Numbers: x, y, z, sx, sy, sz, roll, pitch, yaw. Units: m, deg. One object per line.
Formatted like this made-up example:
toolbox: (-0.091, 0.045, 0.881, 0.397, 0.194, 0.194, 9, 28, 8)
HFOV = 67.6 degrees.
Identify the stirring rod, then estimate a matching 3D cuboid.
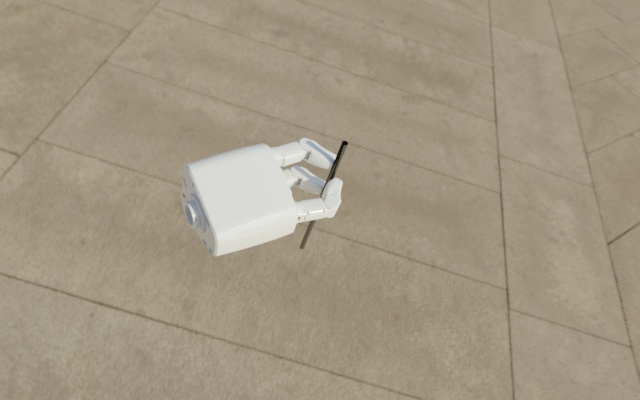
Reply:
stirring rod: (0.000, 0.002, 0.676, 0.011, 0.011, 0.240, 0, -37, -18)
